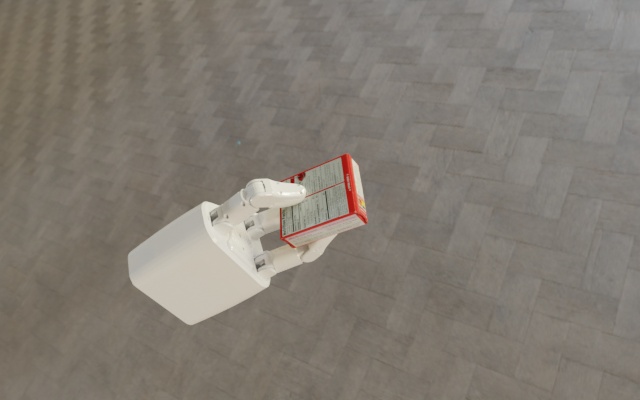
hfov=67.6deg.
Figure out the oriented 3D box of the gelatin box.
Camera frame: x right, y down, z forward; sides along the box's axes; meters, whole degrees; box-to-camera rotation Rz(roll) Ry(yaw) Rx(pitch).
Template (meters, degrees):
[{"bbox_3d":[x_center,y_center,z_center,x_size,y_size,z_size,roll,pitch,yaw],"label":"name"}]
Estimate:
[{"bbox_3d":[0.000,0.001,0.494,0.089,0.073,0.030,-21,-36,22],"label":"gelatin box"}]
